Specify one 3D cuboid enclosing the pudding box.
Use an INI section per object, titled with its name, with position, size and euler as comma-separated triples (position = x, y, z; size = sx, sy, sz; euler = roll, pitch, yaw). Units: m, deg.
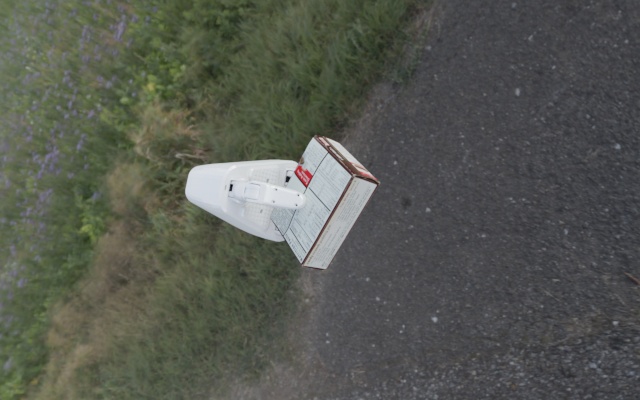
[pudding box]
position = 0.000, 0.002, 0.496
size = 0.039, 0.113, 0.090
euler = 12, 26, -38
